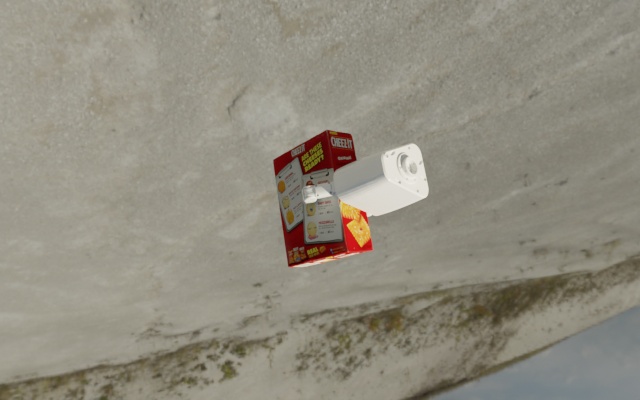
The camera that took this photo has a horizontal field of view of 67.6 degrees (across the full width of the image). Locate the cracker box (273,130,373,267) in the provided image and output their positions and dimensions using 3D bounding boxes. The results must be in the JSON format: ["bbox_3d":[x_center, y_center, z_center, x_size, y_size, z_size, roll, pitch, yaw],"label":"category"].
[{"bbox_3d":[0.000,0.003,0.867,0.072,0.213,0.164,2,-17,-42],"label":"cracker box"}]
